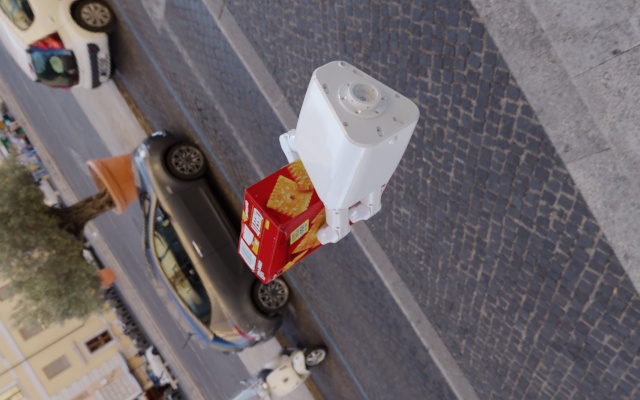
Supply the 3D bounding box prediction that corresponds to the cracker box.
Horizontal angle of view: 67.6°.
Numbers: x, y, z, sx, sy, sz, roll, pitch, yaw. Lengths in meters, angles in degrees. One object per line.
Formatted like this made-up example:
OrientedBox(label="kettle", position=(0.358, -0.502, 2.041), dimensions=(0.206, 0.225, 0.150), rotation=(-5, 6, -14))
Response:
OrientedBox(label="cracker box", position=(0.000, 0.002, 0.628), dimensions=(0.213, 0.072, 0.164), rotation=(-32, -20, -28))
